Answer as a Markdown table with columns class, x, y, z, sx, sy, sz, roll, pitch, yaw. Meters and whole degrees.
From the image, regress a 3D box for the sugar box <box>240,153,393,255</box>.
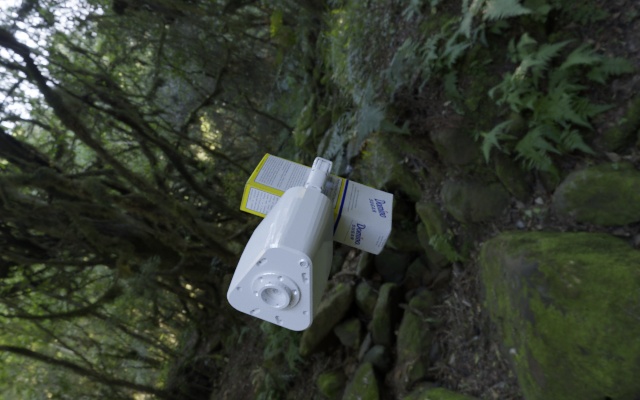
| class | x | y | z | sx | sy | sz | roll | pitch | yaw |
| --- | --- | --- | --- | --- | --- | --- | --- | --- | --- |
| sugar box | 0.000 | 0.002 | 0.592 | 0.176 | 0.048 | 0.093 | 21 | 31 | -1 |
